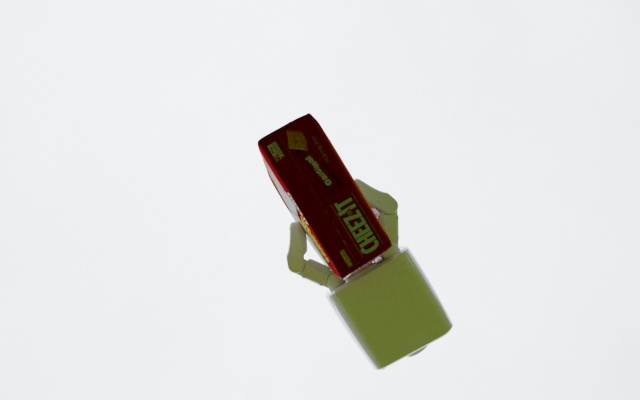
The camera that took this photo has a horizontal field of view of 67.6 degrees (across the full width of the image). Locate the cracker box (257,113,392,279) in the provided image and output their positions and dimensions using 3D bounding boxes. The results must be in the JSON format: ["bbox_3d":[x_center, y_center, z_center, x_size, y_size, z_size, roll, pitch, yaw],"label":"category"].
[{"bbox_3d":[0.000,0.002,0.580,0.072,0.164,0.214,-32,-2,-6],"label":"cracker box"}]
